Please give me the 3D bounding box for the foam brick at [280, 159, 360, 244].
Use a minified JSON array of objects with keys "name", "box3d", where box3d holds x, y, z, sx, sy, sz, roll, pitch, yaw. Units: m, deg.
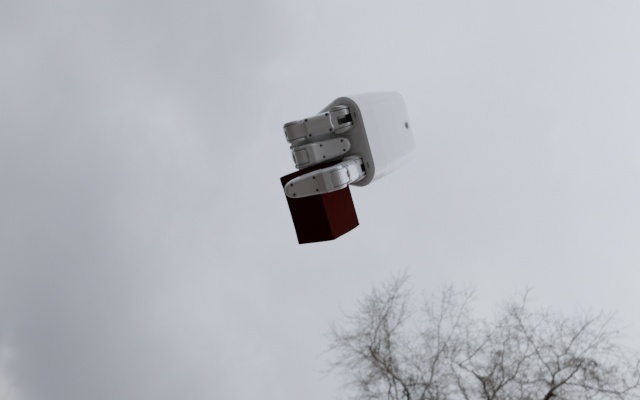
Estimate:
[{"name":"foam brick","box3d":[0.000,0.002,0.519,0.053,0.078,0.051,-8,10,40]}]
